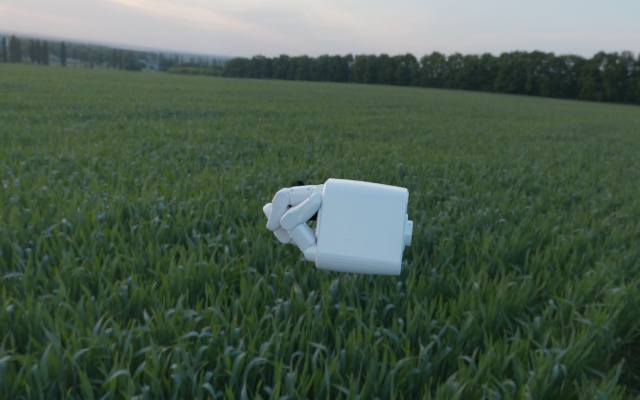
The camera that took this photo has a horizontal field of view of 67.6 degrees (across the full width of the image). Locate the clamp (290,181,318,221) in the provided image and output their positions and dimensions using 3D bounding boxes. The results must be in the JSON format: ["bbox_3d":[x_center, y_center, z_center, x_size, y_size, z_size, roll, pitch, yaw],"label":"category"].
[{"bbox_3d":[0.000,0.002,0.712,0.120,0.039,0.171,3,15,9],"label":"clamp"}]
